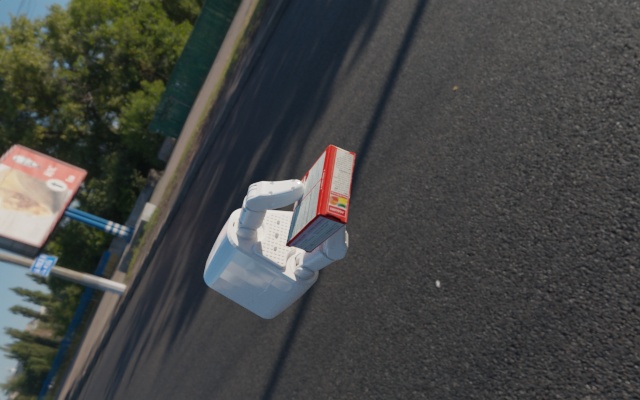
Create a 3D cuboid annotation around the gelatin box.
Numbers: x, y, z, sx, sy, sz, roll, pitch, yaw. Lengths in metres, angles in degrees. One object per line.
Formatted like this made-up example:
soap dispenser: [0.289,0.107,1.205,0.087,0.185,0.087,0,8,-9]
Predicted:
gelatin box: [0.000,0.001,0.454,0.030,0.073,0.089,18,-30,-15]
